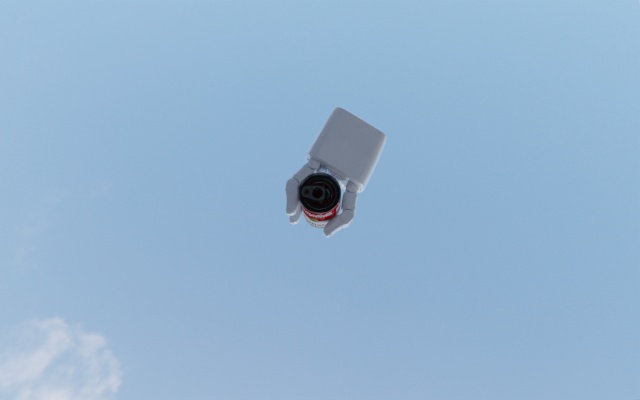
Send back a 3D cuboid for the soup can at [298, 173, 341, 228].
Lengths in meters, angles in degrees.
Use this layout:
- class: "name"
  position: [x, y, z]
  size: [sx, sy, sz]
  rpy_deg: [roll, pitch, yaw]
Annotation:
- class: "soup can"
  position: [0.000, 0.003, 0.795]
  size: [0.068, 0.068, 0.102]
  rpy_deg: [0, -17, 2]
